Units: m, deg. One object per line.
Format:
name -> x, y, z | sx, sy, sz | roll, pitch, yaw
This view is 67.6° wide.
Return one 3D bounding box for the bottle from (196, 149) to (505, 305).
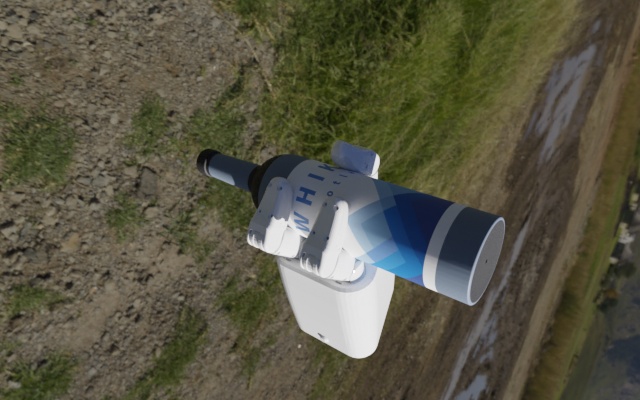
bottle -> 0.000, 0.001, 0.414 | 0.295, 0.069, 0.069 | 20, 11, 32
